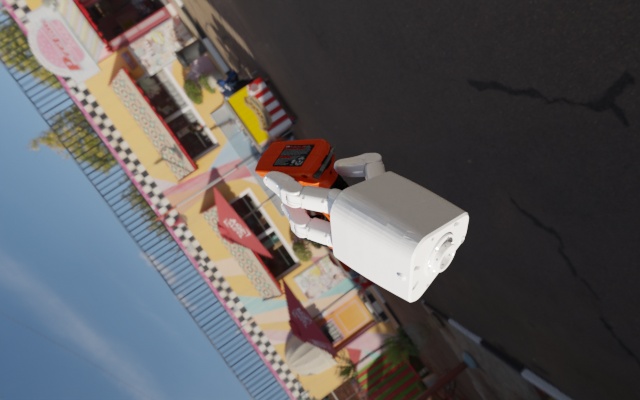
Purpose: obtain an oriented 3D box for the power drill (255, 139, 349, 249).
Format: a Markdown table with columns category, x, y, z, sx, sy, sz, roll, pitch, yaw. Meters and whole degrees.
| category | x | y | z | sx | sy | sz | roll | pitch | yaw |
| --- | --- | --- | --- | --- | --- | --- | --- | --- | --- |
| power drill | 0.000 | 0.002 | 0.631 | 0.184 | 0.057 | 0.188 | 1 | -36 | 43 |
